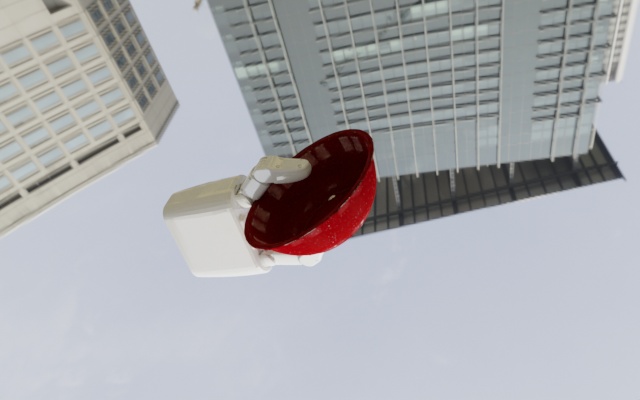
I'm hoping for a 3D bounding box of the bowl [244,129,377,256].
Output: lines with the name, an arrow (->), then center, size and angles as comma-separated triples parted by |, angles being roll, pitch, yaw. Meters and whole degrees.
bowl -> 0.001, 0.002, 0.487 | 0.162, 0.162, 0.055 | 0, -41, 53
